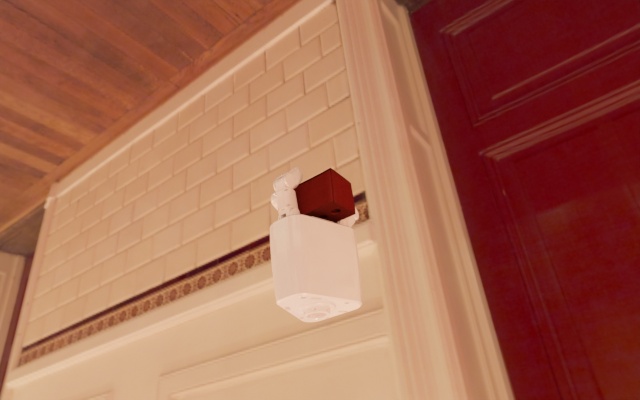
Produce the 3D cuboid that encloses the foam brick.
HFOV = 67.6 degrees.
[{"bbox_3d":[0.000,0.002,0.642,0.078,0.051,0.053,-26,-35,29],"label":"foam brick"}]
